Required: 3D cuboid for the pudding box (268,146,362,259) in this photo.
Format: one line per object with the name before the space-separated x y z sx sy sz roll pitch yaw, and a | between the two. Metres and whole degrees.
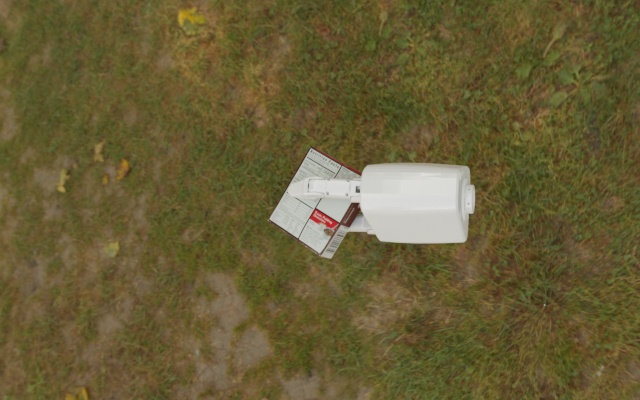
pudding box | 0.000 0.002 0.596 0.090 0.113 0.039 32 2 24
